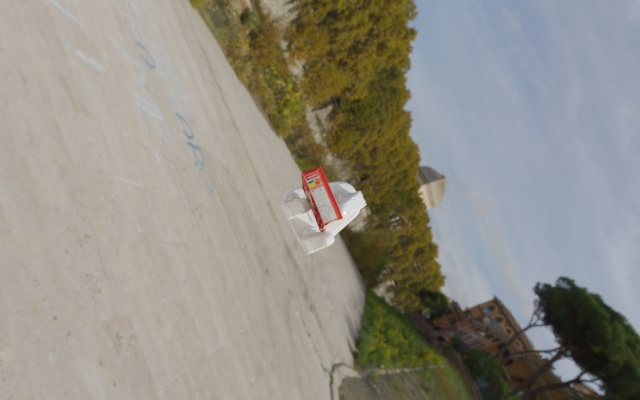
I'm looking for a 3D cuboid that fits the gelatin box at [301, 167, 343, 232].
[{"bbox_3d":[0.001,0.002,0.634,0.030,0.073,0.089,-22,-8,-6],"label":"gelatin box"}]
